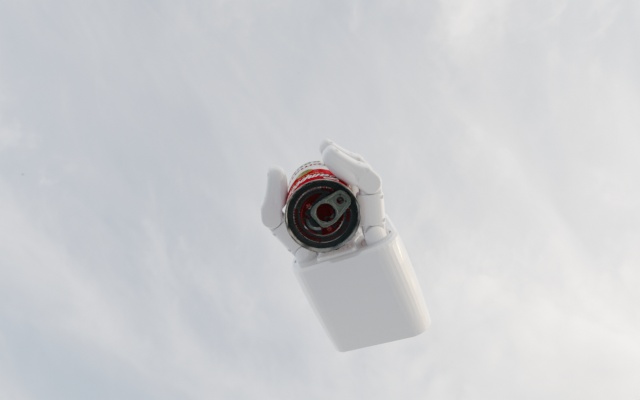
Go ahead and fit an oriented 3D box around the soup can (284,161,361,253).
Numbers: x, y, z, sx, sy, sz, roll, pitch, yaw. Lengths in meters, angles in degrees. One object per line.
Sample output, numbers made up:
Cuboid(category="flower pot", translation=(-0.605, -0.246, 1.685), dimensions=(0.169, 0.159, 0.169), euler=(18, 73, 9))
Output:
Cuboid(category="soup can", translation=(0.000, 0.001, 0.469), dimensions=(0.068, 0.068, 0.102), euler=(0, 15, -3))
